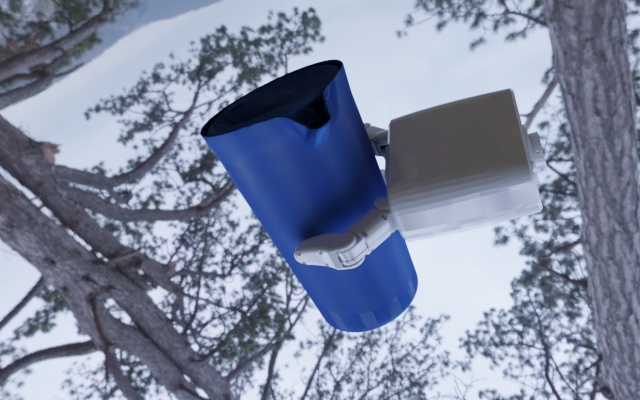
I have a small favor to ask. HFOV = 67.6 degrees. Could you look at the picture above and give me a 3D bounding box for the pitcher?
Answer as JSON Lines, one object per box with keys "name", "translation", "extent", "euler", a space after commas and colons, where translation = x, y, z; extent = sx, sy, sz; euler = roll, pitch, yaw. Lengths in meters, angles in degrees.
{"name": "pitcher", "translation": [0.000, 0.001, 0.459], "extent": [0.145, 0.243, 0.149], "euler": [-14, 28, 24]}
